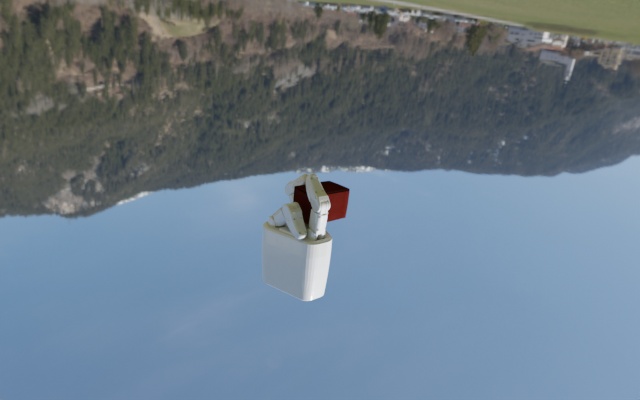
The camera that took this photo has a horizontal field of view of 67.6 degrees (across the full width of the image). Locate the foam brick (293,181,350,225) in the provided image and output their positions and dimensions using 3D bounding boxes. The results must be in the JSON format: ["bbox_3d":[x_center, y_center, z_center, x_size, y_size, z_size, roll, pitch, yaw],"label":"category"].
[{"bbox_3d":[0.000,0.002,0.782,0.078,0.051,0.053,-11,25,-37],"label":"foam brick"}]
